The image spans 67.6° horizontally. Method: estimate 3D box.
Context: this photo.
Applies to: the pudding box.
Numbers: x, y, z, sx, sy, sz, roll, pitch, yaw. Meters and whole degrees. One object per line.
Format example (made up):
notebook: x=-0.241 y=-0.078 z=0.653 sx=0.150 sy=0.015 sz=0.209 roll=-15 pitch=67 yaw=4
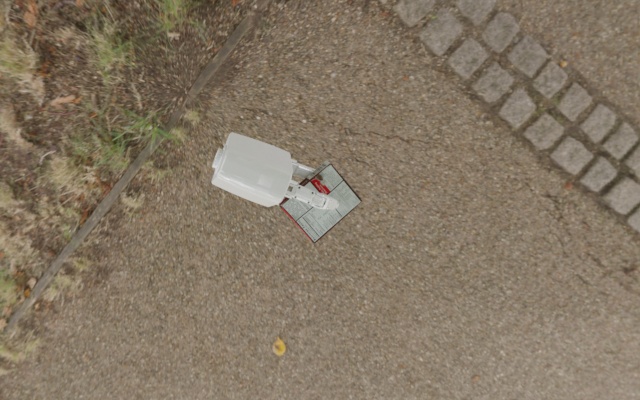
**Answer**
pudding box: x=0.000 y=0.003 z=0.805 sx=0.113 sy=0.090 sz=0.039 roll=-40 pitch=15 yaw=-1
